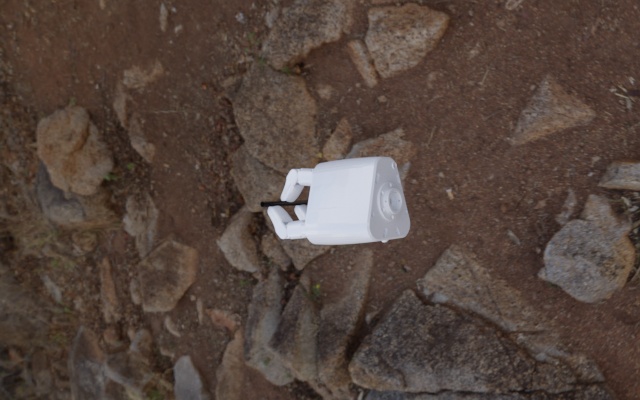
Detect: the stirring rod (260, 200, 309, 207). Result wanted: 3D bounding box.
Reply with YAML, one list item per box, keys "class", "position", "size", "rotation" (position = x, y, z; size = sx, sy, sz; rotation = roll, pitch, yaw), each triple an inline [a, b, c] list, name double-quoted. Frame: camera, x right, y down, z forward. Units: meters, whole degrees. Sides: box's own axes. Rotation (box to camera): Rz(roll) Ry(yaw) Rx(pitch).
- class: "stirring rod"
  position: [0.000, 0.002, 0.765]
  size: [0.011, 0.011, 0.239]
  rotation: [0, 1, 44]
